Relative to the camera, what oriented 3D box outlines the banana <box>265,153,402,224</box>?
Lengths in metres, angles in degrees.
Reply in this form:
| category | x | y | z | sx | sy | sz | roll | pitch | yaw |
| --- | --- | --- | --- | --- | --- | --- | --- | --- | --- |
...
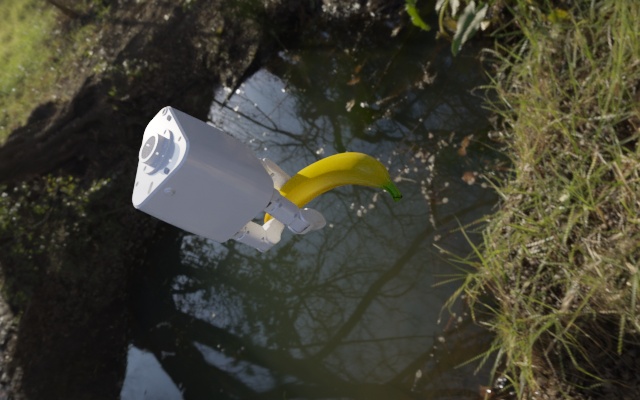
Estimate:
| category | x | y | z | sx | sy | sz | roll | pitch | yaw |
| --- | --- | --- | --- | --- | --- | --- | --- | --- | --- |
| banana | 0.003 | -0.016 | 0.573 | 0.198 | 0.069 | 0.037 | -14 | -26 | 37 |
